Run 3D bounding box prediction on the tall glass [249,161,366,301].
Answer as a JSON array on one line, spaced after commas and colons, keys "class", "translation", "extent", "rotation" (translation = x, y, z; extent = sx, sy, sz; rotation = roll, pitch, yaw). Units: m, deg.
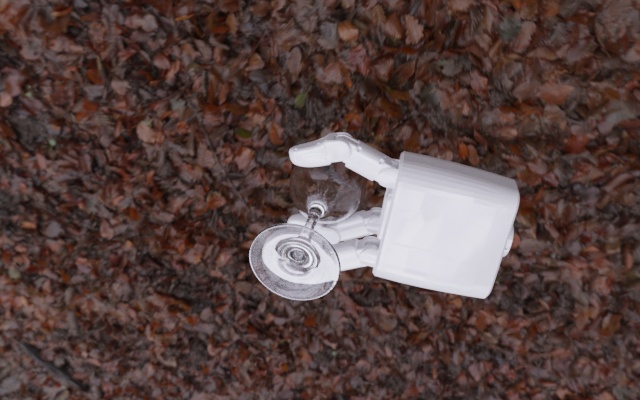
[{"class": "tall glass", "translation": [0.000, 0.002, 0.458], "extent": [0.079, 0.079, 0.201], "rotation": [0, 29, 13]}]
